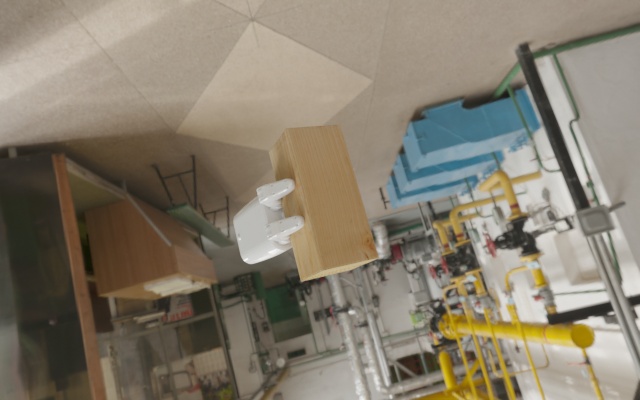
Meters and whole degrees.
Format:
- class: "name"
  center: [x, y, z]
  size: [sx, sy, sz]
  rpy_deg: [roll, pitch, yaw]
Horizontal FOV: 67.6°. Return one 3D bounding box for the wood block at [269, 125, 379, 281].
- class: "wood block"
  center: [0.000, 0.003, 0.703]
  size: [0.091, 0.206, 0.090]
  rpy_deg: [-9, -15, -27]
